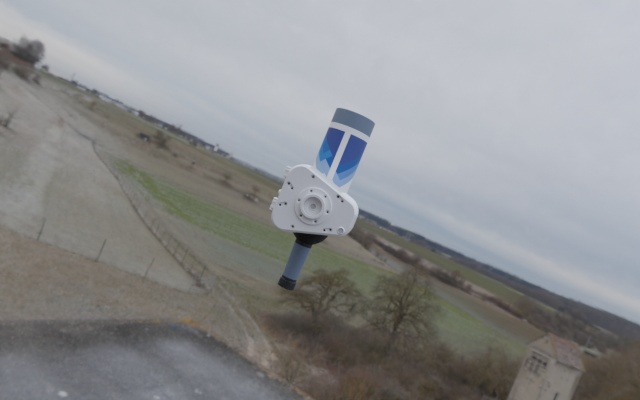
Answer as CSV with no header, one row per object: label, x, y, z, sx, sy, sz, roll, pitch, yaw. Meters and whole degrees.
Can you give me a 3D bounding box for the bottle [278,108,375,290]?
bottle,0.000,0.002,0.760,0.069,0.296,0.069,22,2,-1
